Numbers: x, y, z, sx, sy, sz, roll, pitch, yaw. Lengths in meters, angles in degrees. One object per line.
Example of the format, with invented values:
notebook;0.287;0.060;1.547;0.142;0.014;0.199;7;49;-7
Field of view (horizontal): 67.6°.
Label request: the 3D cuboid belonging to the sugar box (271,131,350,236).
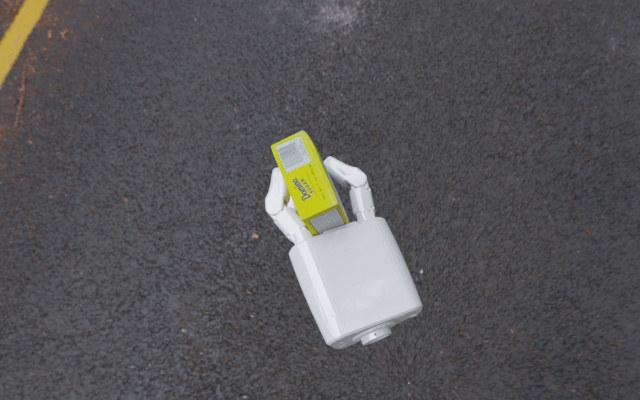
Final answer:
sugar box;0.000;0.002;0.551;0.048;0.093;0.176;-23;-23;1
